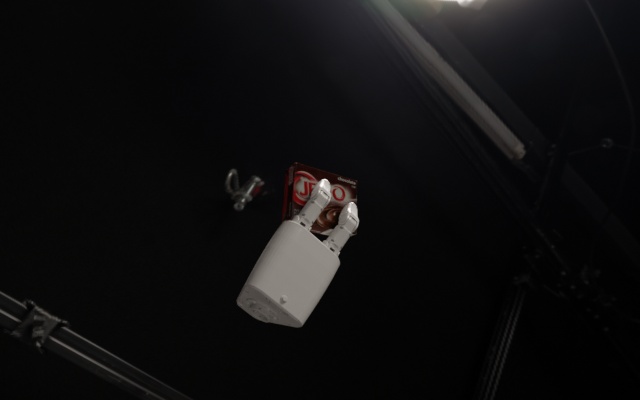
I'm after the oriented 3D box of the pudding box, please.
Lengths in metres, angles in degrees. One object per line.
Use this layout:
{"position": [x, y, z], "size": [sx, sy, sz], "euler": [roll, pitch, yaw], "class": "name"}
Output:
{"position": [0.000, 0.002, 0.714], "size": [0.113, 0.090, 0.039], "euler": [16, -25, -29], "class": "pudding box"}
